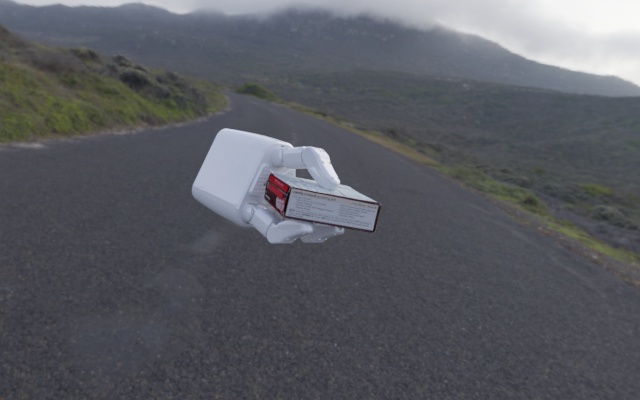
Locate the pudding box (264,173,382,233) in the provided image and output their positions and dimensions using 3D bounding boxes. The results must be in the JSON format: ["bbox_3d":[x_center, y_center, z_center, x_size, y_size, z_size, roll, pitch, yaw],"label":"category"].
[{"bbox_3d":[0.000,0.002,0.548,0.113,0.039,0.090,9,11,-21],"label":"pudding box"}]
